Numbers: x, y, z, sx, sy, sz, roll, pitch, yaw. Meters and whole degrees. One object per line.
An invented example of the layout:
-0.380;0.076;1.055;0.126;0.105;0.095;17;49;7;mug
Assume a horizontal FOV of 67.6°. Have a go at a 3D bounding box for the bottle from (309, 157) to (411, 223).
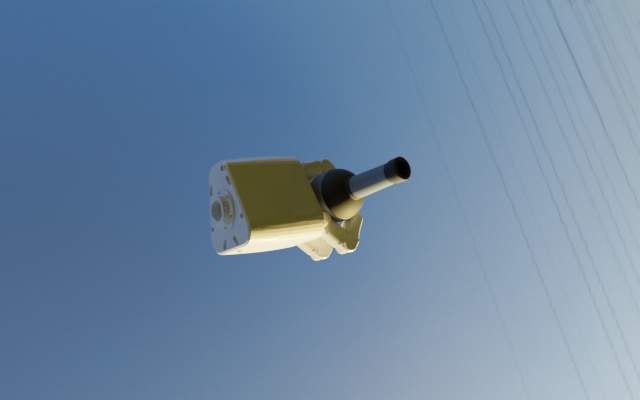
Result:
0.000;0.002;0.631;0.069;0.069;0.296;0;-15;-39;bottle
